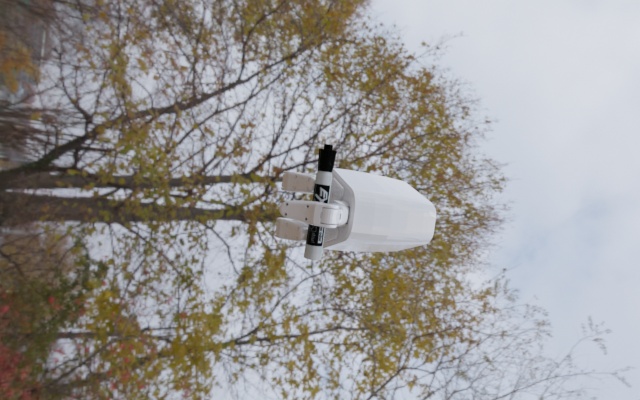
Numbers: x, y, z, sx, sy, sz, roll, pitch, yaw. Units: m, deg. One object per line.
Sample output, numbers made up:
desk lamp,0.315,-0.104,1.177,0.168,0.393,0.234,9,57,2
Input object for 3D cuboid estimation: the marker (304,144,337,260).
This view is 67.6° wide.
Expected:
marker,0.000,0.002,0.500,0.020,0.121,0.020,8,4,0
